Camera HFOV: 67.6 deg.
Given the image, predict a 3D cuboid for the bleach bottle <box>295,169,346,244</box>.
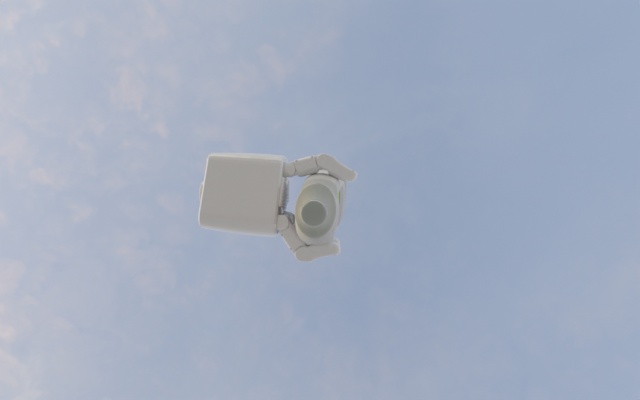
[{"bbox_3d":[0.000,0.002,0.659,0.068,0.102,0.251,4,2,3],"label":"bleach bottle"}]
